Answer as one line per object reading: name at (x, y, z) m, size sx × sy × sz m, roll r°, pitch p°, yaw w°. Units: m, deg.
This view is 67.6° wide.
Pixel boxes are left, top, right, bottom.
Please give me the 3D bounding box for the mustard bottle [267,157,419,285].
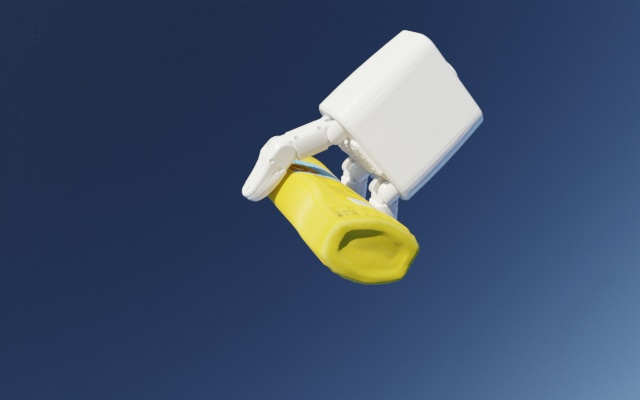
mustard bottle at (0.000, 0.002, 0.439) m, size 0.096 × 0.058 × 0.191 m, roll 18°, pitch 15°, yaw -34°
